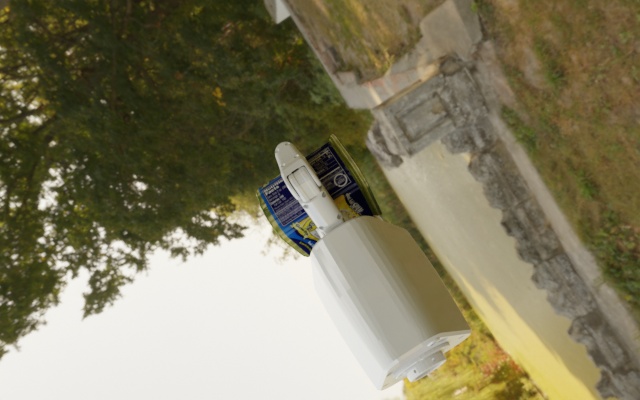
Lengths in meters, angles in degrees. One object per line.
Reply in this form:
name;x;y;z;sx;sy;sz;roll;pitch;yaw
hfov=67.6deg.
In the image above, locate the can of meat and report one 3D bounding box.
can of meat;0.000;0.001;0.425;0.084;0.057;0.102;-34;-26;2
